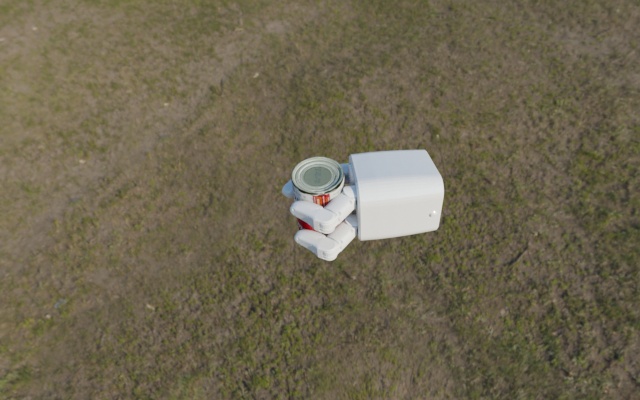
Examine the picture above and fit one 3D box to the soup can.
[{"bbox_3d":[0.000,0.002,0.624,0.068,0.068,0.102,0,-43,6],"label":"soup can"}]
